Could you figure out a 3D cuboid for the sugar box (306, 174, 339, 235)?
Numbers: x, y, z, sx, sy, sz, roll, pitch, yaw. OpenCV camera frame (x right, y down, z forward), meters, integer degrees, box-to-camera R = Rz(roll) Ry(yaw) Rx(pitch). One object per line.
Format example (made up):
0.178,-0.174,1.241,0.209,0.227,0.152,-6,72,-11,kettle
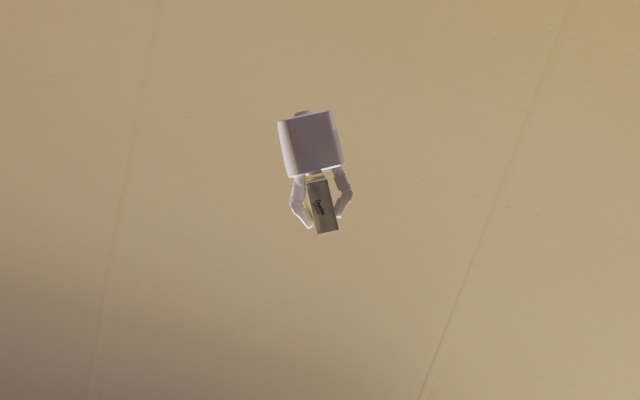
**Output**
0.000,0.003,0.898,0.048,0.093,0.176,-13,6,2,sugar box
